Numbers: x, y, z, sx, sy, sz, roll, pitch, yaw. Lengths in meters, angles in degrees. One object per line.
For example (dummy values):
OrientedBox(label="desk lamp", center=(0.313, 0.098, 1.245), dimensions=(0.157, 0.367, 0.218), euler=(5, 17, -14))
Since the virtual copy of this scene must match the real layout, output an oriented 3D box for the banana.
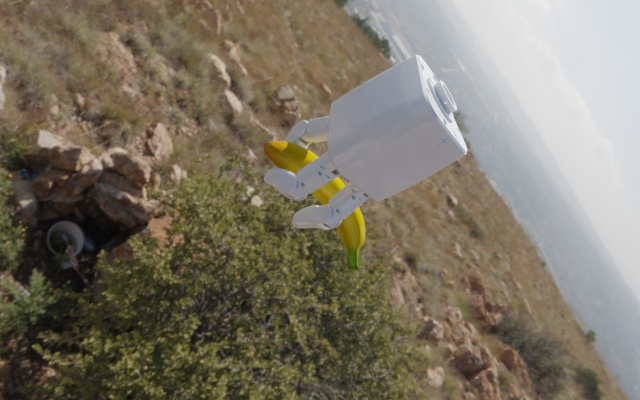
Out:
OrientedBox(label="banana", center=(0.005, -0.007, 0.570), dimensions=(0.037, 0.198, 0.069), euler=(-23, 29, 27))
